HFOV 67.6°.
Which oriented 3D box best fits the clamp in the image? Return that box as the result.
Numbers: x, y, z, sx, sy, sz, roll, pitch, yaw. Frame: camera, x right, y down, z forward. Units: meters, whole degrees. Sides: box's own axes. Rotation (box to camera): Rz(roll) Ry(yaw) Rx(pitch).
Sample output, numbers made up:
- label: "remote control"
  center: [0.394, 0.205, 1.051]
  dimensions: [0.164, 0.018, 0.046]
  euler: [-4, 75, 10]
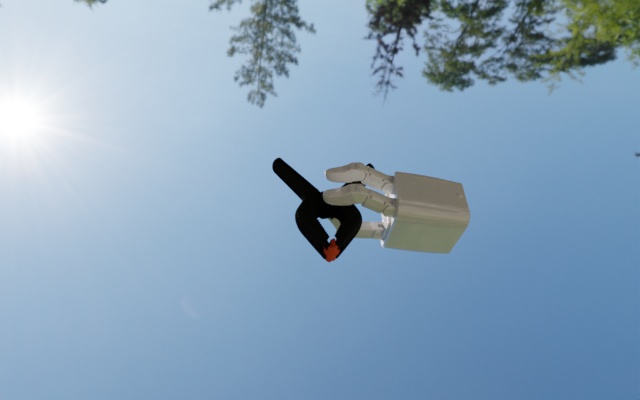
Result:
- label: "clamp"
  center: [0.000, 0.003, 0.699]
  dimensions: [0.164, 0.036, 0.209]
  euler: [7, 40, 0]
